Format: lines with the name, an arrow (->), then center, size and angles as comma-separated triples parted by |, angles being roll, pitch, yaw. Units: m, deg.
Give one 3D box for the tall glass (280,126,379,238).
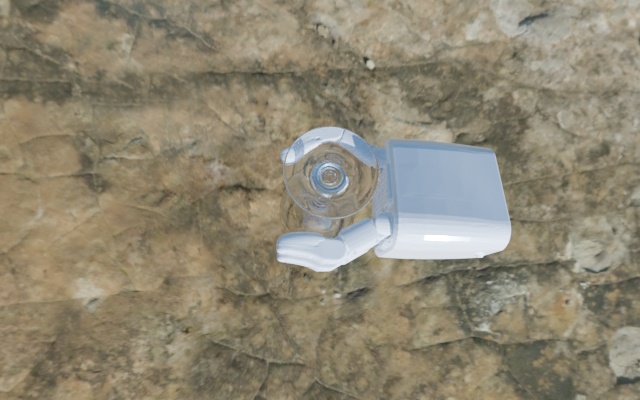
tall glass -> 0.000, 0.001, 0.459 | 0.079, 0.079, 0.201 | 0, -14, -6
